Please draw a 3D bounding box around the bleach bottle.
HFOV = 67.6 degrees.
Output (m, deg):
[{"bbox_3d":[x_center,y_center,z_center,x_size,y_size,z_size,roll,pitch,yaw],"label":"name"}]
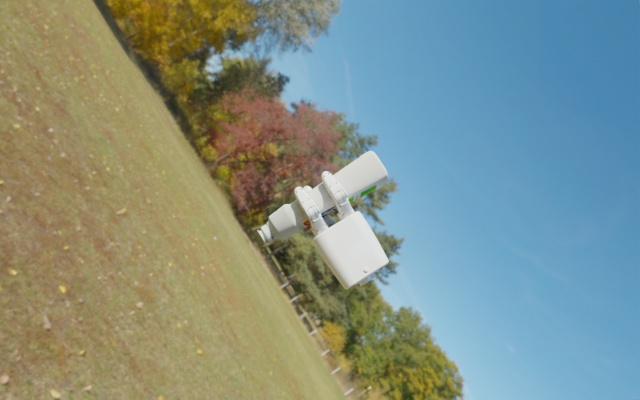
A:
[{"bbox_3d":[0.000,0.003,0.878,0.251,0.068,0.102,-31,-8,-8],"label":"bleach bottle"}]
